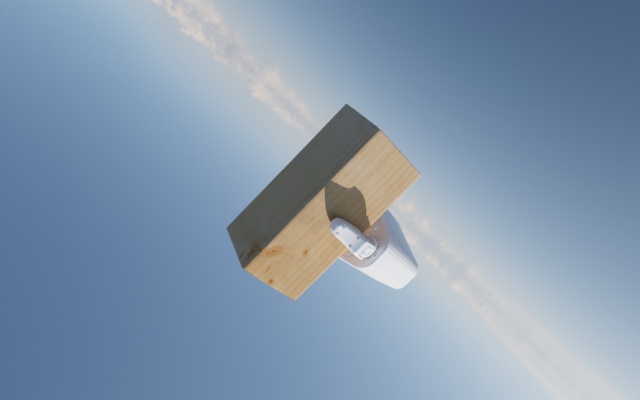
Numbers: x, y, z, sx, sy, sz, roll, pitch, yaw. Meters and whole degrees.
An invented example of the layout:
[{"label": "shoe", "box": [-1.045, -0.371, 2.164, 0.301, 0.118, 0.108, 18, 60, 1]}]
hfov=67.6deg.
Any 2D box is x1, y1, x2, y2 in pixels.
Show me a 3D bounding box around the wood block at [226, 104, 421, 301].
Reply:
[{"label": "wood block", "box": [0.000, 0.002, 0.555, 0.090, 0.206, 0.090, 40, 7, -36]}]
